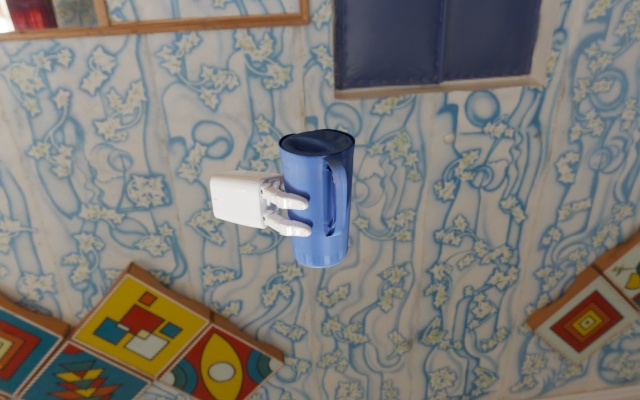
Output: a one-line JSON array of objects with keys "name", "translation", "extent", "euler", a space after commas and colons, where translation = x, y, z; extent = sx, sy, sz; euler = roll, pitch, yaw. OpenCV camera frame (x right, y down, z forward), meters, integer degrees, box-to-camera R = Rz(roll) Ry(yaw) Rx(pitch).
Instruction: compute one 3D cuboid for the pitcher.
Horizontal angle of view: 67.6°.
[{"name": "pitcher", "translation": [0.000, 0.003, 0.869], "extent": [0.145, 0.243, 0.149], "euler": [9, 30, 20]}]
